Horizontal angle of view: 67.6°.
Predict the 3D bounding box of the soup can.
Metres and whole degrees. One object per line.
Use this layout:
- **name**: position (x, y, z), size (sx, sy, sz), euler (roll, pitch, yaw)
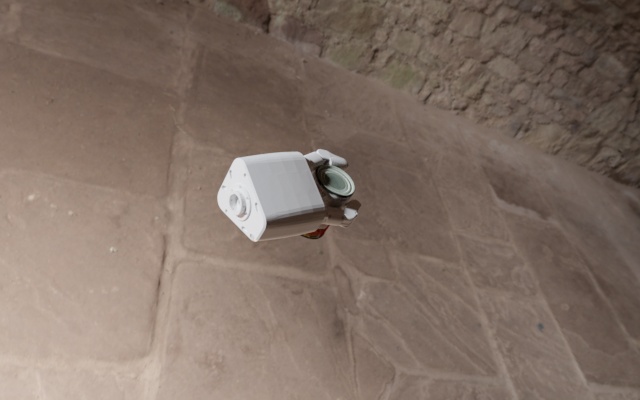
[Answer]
- **soup can**: position (0.001, 0.002, 0.739), size (0.068, 0.068, 0.102), euler (0, -42, -38)
